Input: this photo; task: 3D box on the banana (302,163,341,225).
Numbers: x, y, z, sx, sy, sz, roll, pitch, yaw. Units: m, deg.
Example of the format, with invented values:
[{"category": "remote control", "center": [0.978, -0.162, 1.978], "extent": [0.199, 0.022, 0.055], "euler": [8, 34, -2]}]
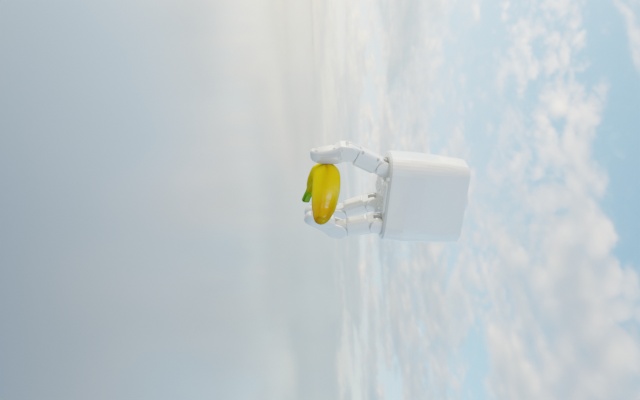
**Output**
[{"category": "banana", "center": [0.004, -0.017, 0.622], "extent": [0.037, 0.069, 0.198], "euler": [12, 6, -6]}]
